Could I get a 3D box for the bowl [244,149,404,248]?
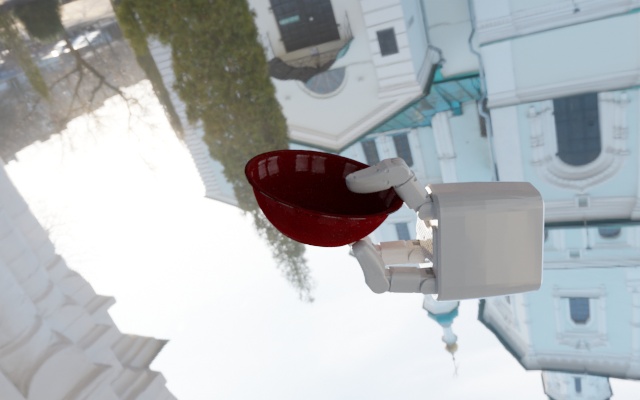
[{"bbox_3d":[-0.001,0.002,0.488,0.162,0.055,0.162,10,25,-5],"label":"bowl"}]
